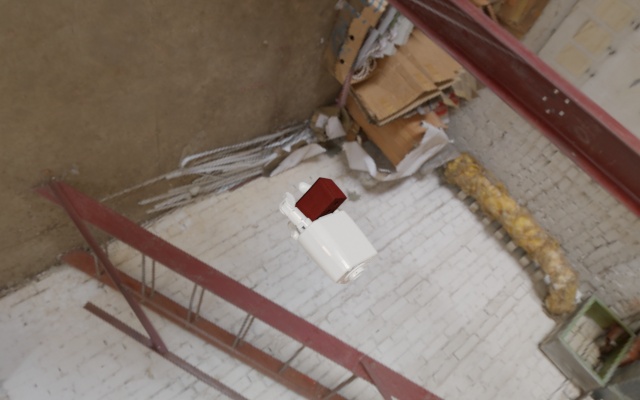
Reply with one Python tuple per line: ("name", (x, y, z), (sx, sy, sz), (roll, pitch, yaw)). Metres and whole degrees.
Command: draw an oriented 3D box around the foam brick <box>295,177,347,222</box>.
("foam brick", (0.000, 0.003, 0.878), (0.078, 0.051, 0.053), (-47, -20, 20))
